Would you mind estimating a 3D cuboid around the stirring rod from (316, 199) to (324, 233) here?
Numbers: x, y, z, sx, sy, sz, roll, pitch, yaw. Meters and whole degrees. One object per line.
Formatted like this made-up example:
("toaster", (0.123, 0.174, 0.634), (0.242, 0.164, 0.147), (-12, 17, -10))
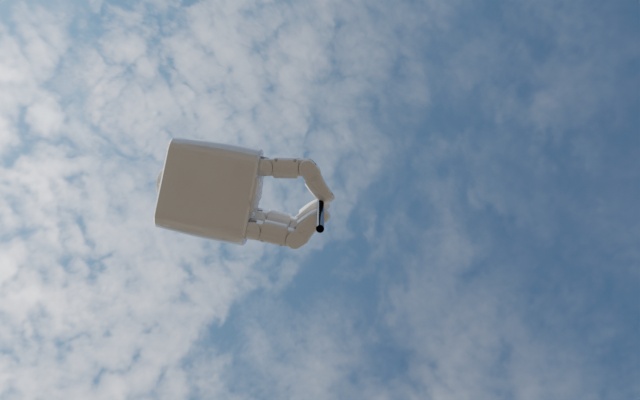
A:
("stirring rod", (0.000, 0.002, 0.574), (0.011, 0.011, 0.239), (0, 12, 0))
